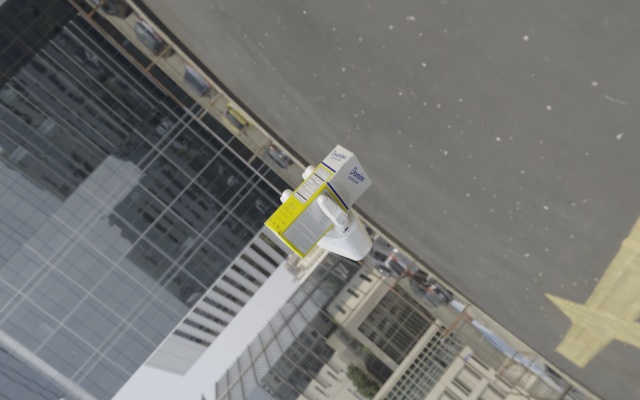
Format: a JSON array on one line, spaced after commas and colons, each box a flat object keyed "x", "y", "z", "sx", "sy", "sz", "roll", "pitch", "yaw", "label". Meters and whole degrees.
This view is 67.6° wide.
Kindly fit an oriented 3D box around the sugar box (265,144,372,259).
[{"x": 0.000, "y": 0.002, "z": 0.780, "sx": 0.048, "sy": 0.176, "sz": 0.093, "roll": 35, "pitch": -10, "yaw": 38, "label": "sugar box"}]
